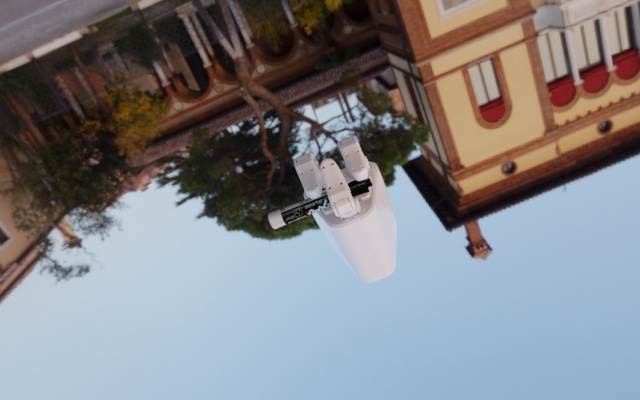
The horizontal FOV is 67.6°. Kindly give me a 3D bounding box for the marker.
[{"bbox_3d":[0.000,0.002,0.532,0.121,0.020,0.020,-22,-3,7],"label":"marker"}]
